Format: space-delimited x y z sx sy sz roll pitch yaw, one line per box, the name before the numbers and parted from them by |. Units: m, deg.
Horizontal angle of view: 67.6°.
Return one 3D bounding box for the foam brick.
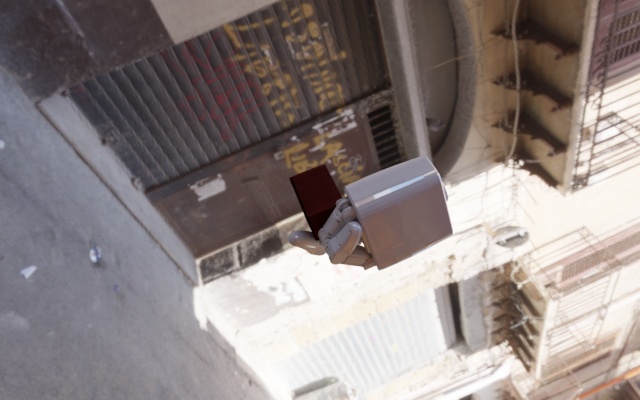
foam brick | 0.000 0.002 0.619 0.051 0.078 0.053 -24 -41 -1
